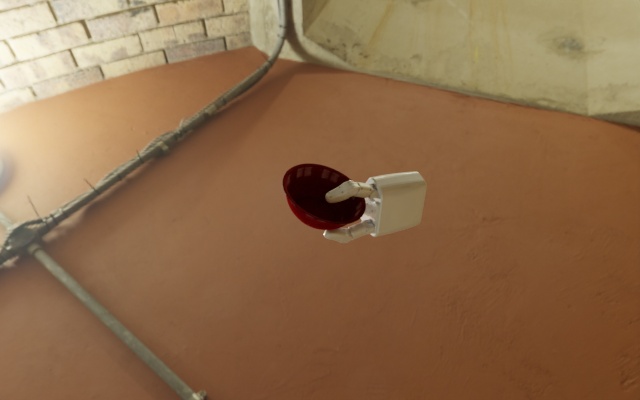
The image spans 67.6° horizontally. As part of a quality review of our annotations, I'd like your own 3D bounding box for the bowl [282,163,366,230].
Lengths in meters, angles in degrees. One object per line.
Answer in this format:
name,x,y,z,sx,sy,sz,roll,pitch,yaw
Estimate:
bowl,-0.001,0.003,0.887,0.162,0.055,0.162,15,39,-13
